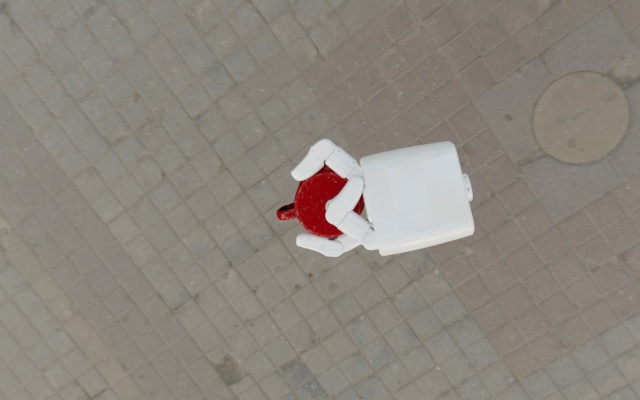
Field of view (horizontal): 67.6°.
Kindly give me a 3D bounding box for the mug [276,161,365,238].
[{"bbox_3d":[-0.001,0.002,0.601,0.117,0.093,0.081,-14,8,7],"label":"mug"}]
